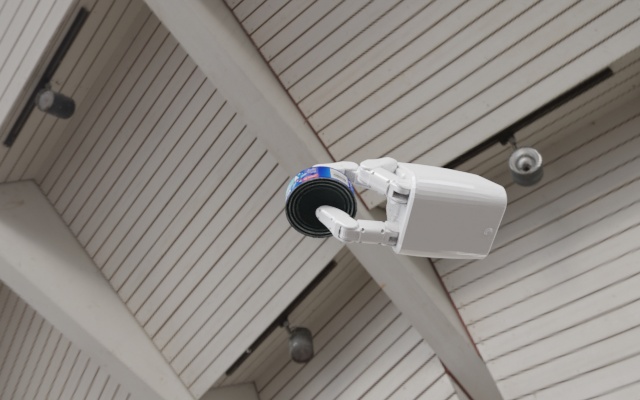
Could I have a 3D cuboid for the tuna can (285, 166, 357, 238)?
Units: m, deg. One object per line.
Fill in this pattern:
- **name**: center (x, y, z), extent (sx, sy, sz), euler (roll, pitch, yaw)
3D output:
- **tuna can**: center (0.000, 0.002, 0.578), extent (0.086, 0.086, 0.033), euler (0, 33, -4)
